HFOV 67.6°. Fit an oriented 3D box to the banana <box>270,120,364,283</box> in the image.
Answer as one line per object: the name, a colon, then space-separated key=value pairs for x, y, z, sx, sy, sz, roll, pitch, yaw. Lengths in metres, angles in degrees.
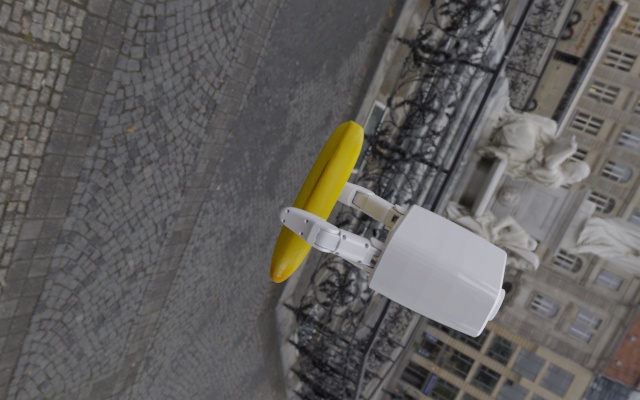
banana: x=0.001 y=-0.006 z=0.486 sx=0.037 sy=0.197 sz=0.070 roll=26 pitch=-13 yaw=9
